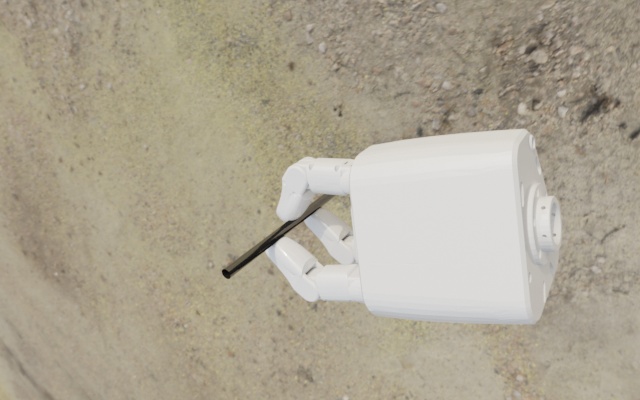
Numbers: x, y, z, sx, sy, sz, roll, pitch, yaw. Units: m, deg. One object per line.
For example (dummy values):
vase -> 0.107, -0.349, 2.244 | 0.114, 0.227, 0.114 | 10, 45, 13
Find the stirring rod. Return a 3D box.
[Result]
stirring rod -> 0.000, 0.001, 0.414 | 0.011, 0.011, 0.239 | 0, 24, 36
